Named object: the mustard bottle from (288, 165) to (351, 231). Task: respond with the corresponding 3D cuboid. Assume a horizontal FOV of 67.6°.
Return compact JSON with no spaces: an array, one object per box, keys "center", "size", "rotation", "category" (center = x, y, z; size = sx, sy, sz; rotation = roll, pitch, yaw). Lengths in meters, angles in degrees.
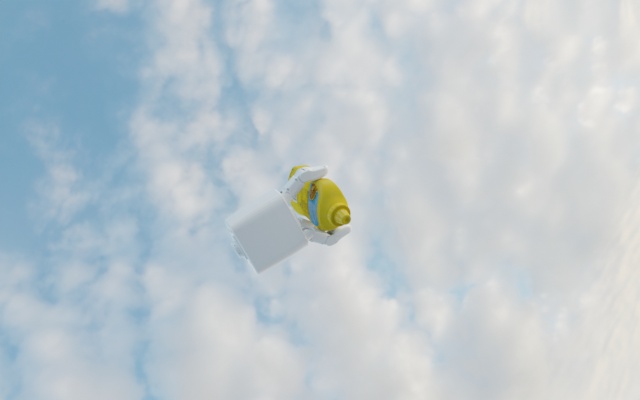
[{"center":[0.000,0.003,0.879],"size":[0.058,0.096,0.191],"rotation":[-9,22,-25],"category":"mustard bottle"}]
